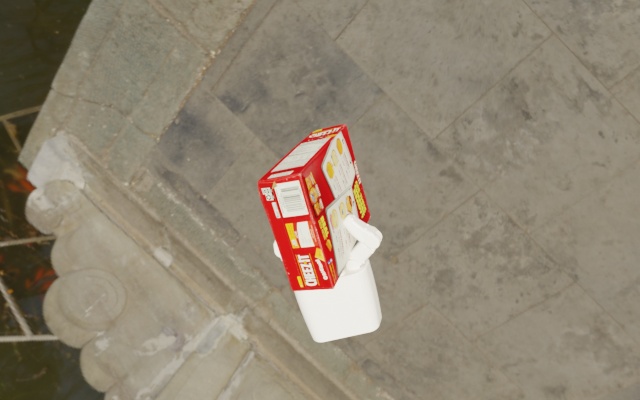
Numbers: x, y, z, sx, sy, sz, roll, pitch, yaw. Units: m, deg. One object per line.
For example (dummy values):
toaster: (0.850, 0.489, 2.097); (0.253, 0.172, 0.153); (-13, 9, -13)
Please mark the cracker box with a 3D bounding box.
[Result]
cracker box: (0.000, 0.002, 0.687); (0.072, 0.164, 0.213); (-8, 22, 22)
